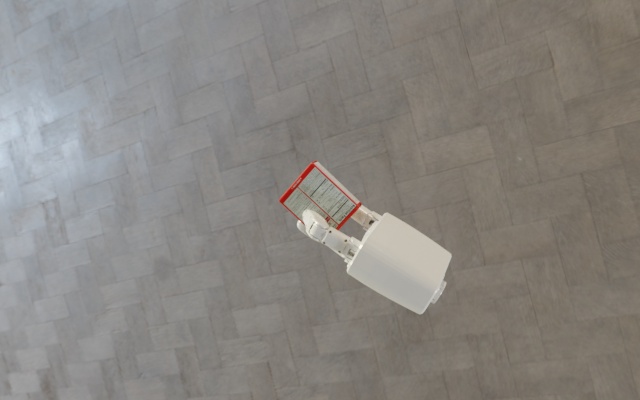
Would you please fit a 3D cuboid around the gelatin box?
[{"bbox_3d":[0.000,0.002,0.652,0.089,0.073,0.030,43,17,4],"label":"gelatin box"}]
